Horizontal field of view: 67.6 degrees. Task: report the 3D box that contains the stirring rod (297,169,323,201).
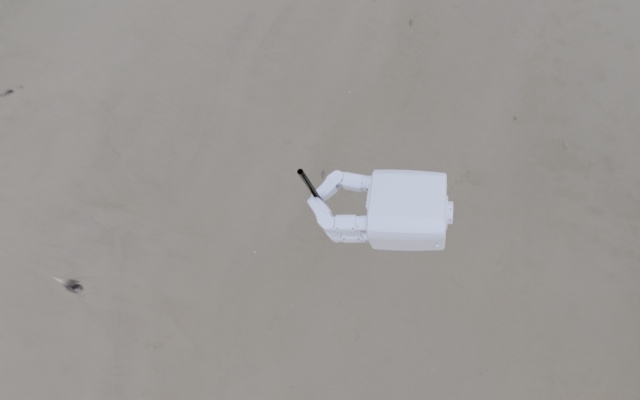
[{"bbox_3d":[0.000,0.002,0.717,0.011,0.011,0.240,0,-19,13],"label":"stirring rod"}]
